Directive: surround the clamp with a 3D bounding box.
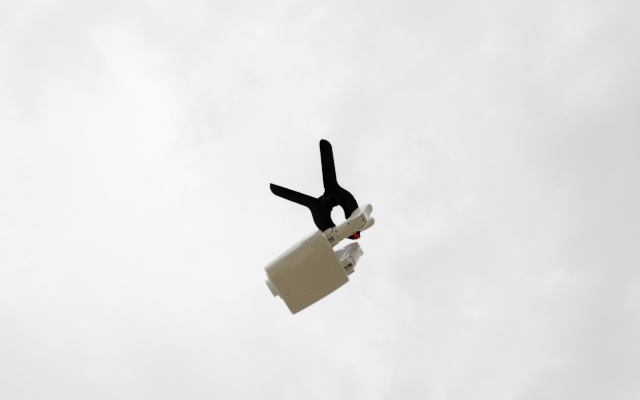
[{"bbox_3d":[0.000,0.002,0.758,0.120,0.171,0.039,-32,15,-9],"label":"clamp"}]
